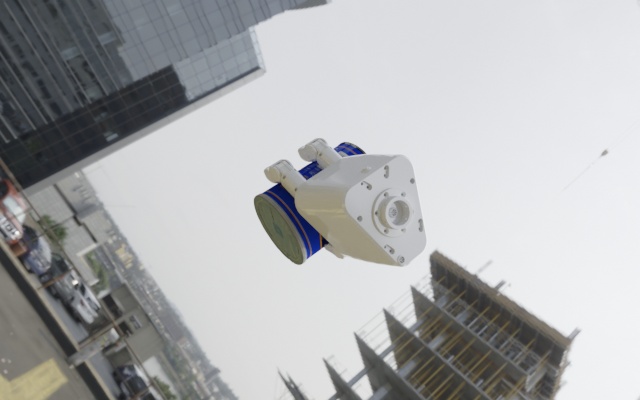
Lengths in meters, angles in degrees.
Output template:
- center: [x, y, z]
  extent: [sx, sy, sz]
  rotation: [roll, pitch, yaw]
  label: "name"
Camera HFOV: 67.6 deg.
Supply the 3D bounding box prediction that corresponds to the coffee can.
- center: [0.000, 0.002, 0.617]
  extent: [0.140, 0.103, 0.103]
  rotation: [-34, 14, -22]
  label: "coffee can"
